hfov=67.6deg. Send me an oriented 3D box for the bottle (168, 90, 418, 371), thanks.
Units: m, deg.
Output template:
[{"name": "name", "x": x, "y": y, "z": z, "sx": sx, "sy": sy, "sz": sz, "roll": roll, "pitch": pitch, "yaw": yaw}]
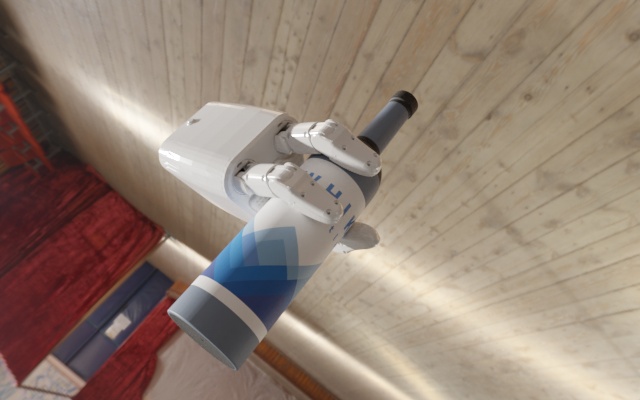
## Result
[{"name": "bottle", "x": 0.000, "y": 0.002, "z": 0.409, "sx": 0.069, "sy": 0.069, "sz": 0.295, "roll": 0, "pitch": 43, "yaw": 52}]
